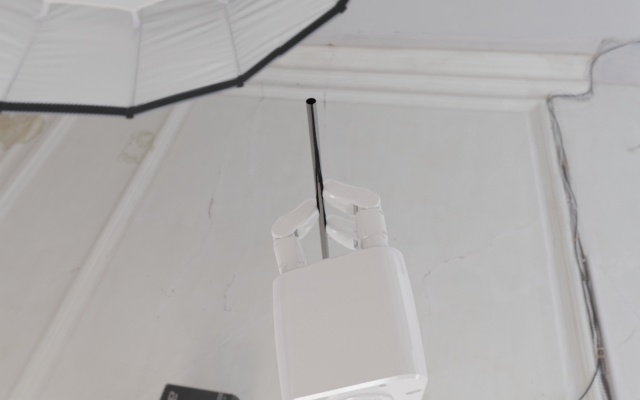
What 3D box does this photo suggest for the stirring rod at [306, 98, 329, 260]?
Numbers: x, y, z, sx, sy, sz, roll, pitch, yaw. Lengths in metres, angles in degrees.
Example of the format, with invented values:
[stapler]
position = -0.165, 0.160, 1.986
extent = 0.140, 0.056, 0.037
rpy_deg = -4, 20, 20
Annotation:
[stirring rod]
position = 0.000, 0.001, 0.452
extent = 0.011, 0.011, 0.240
rpy_deg = 0, -39, 4
